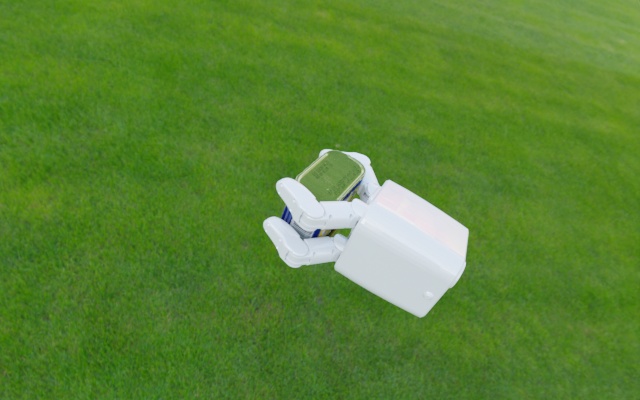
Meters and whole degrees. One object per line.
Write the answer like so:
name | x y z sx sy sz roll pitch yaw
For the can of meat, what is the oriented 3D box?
can of meat | 0.000 0.001 0.530 0.057 0.084 0.102 33 43 10
